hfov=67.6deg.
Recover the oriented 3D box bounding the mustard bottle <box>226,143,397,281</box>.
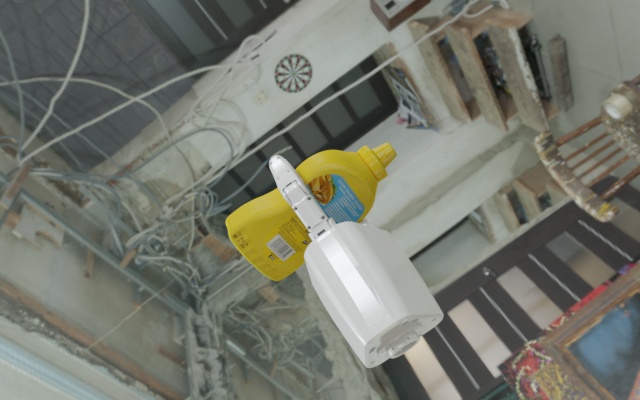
[{"bbox_3d":[0.000,0.002,0.515,0.191,0.096,0.058,-36,35,4],"label":"mustard bottle"}]
